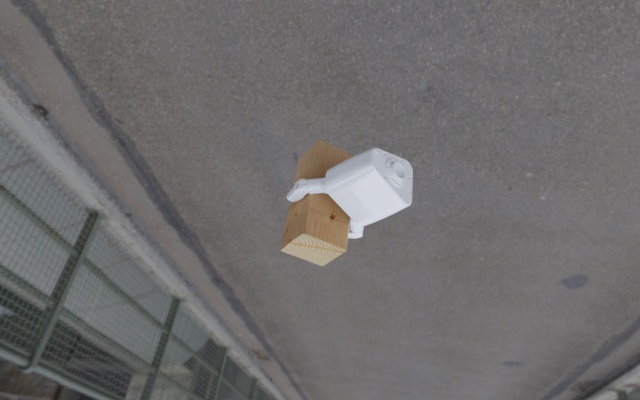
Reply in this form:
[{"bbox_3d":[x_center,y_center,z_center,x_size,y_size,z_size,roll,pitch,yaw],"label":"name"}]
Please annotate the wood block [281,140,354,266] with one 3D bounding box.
[{"bbox_3d":[0.000,0.003,0.895,0.091,0.206,0.090,24,-36,-21],"label":"wood block"}]
